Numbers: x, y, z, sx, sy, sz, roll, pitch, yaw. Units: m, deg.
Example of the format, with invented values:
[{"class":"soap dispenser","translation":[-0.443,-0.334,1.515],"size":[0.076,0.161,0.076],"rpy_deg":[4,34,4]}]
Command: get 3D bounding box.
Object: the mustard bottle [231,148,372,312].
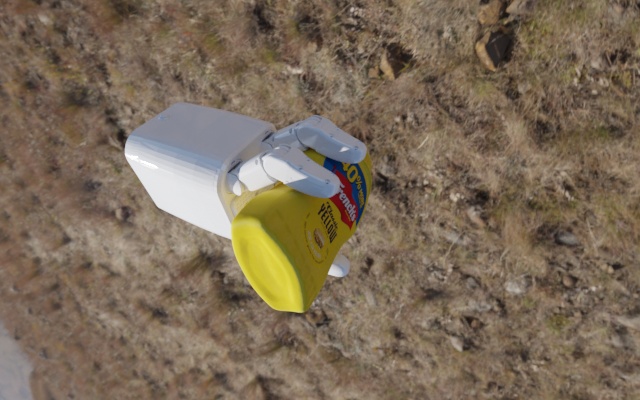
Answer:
[{"class":"mustard bottle","translation":[0.000,0.002,0.431],"size":[0.058,0.096,0.191],"rpy_deg":[-4,32,34]}]
